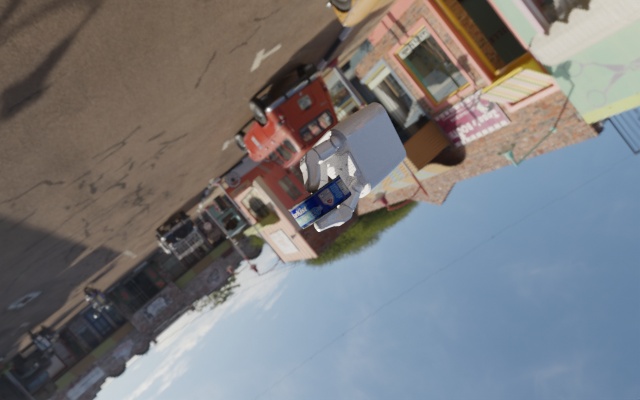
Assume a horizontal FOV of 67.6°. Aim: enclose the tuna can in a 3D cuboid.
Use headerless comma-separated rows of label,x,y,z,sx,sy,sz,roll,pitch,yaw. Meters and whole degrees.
tuna can,0.000,0.003,0.658,0.086,0.034,0.086,-35,1,1
